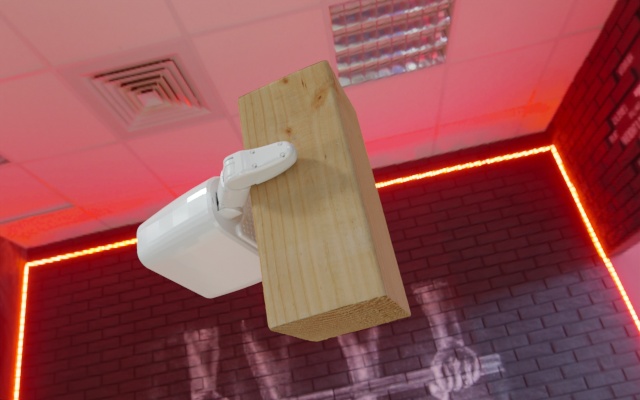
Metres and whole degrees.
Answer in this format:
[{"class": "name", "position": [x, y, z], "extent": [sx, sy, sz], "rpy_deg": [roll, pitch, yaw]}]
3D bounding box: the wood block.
[{"class": "wood block", "position": [0.000, 0.001, 0.403], "extent": [0.090, 0.206, 0.091], "rpy_deg": [-19, -27, 15]}]
